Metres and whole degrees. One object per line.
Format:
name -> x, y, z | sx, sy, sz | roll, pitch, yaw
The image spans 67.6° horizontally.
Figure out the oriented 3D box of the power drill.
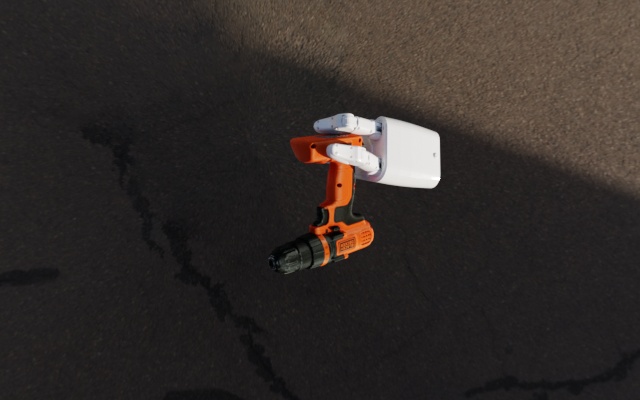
power drill -> 0.000, 0.002, 0.684 | 0.184, 0.188, 0.057 | -15, 21, -40
